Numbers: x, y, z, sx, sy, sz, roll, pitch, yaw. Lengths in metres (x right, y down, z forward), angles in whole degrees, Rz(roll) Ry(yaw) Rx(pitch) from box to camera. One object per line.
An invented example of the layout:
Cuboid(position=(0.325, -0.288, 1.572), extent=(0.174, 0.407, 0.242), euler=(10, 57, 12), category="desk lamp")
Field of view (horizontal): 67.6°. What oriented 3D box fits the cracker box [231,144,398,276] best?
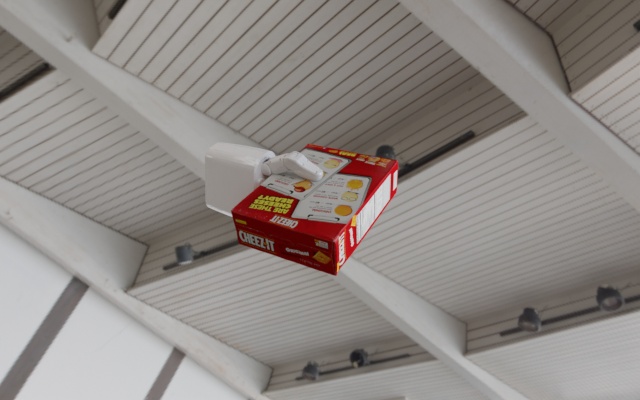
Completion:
Cuboid(position=(0.000, 0.002, 0.710), extent=(0.164, 0.072, 0.213), euler=(14, 39, 26), category="cracker box")
